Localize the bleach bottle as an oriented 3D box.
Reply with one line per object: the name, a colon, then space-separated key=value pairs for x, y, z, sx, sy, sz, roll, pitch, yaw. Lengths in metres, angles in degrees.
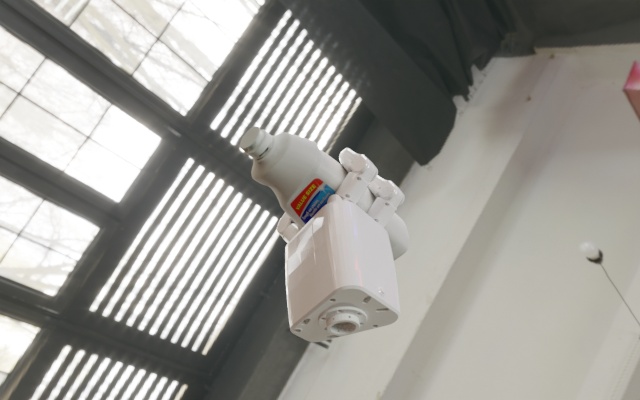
bleach bottle: x=0.000 y=0.002 z=0.565 sx=0.102 sy=0.068 sz=0.251 roll=-31 pitch=-49 yaw=26
